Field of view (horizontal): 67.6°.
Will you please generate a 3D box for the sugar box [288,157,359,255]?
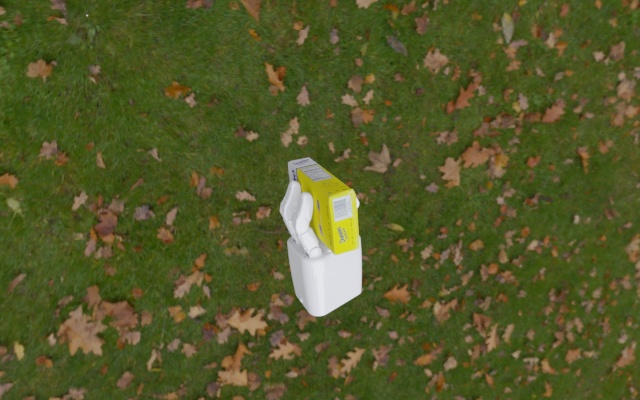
[{"bbox_3d":[0.000,0.003,0.728,0.048,0.093,0.176,-15,24,-21],"label":"sugar box"}]
